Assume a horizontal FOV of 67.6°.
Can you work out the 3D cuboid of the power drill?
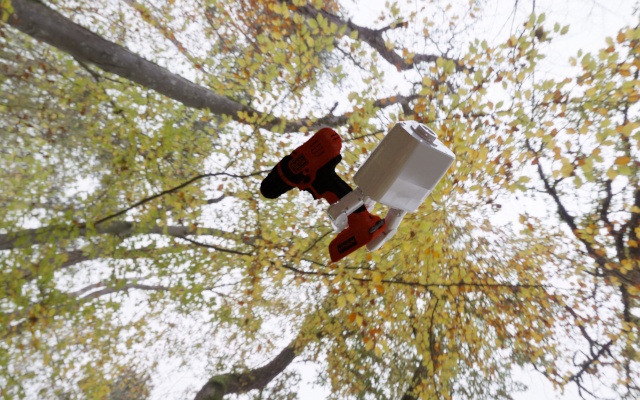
[{"bbox_3d":[0.001,0.003,0.759,0.184,0.187,0.057,-35,0,41],"label":"power drill"}]
